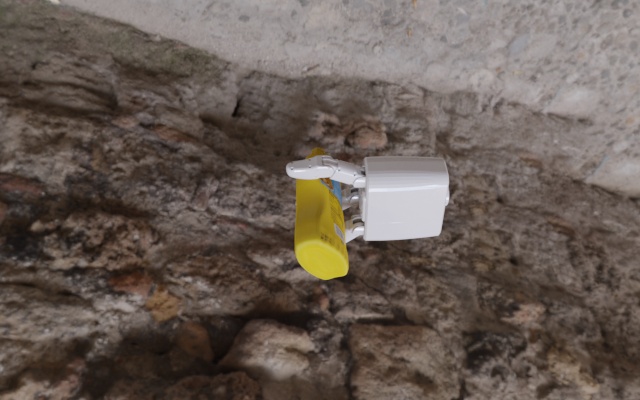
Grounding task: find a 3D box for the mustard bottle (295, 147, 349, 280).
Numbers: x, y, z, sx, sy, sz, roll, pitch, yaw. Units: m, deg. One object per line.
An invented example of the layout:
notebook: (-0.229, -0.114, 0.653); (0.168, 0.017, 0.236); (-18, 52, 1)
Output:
mustard bottle: (0.000, 0.002, 0.644); (0.058, 0.191, 0.096); (-17, -40, 19)
